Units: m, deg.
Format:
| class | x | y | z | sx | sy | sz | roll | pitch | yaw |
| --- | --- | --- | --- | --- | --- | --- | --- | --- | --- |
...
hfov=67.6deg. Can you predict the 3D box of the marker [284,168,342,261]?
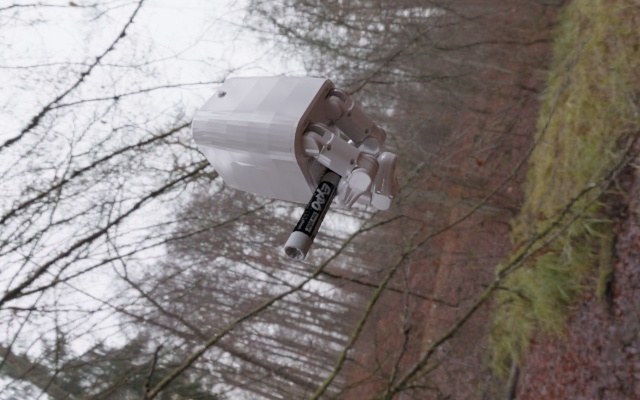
| class | x | y | z | sx | sy | sz | roll | pitch | yaw |
| --- | --- | --- | --- | --- | --- | --- | --- | --- | --- |
| marker | 0.000 | 0.001 | 0.414 | 0.020 | 0.020 | 0.121 | 0 | 42 | 28 |
